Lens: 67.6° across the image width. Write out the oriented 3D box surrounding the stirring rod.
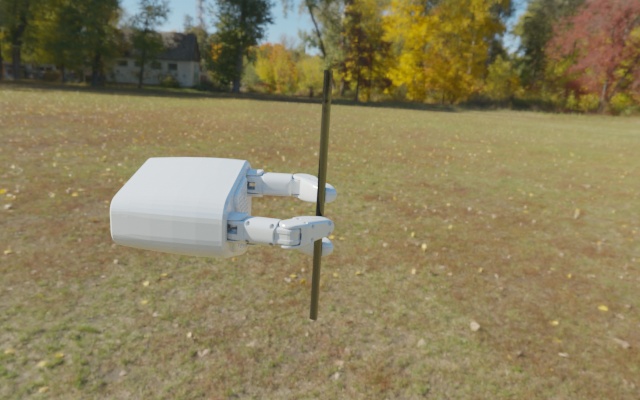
[{"bbox_3d":[0.000,0.002,0.450,0.011,0.239,0.011,3,14,-1],"label":"stirring rod"}]
